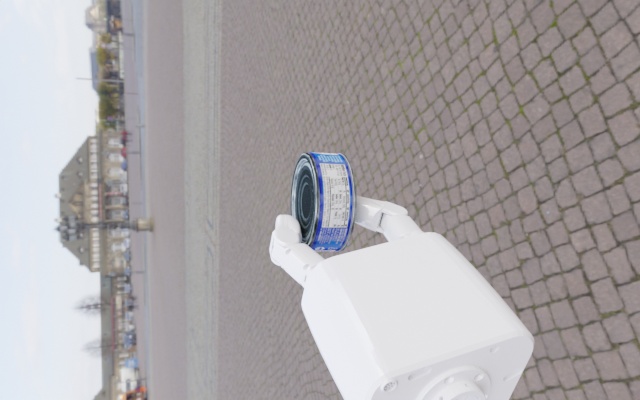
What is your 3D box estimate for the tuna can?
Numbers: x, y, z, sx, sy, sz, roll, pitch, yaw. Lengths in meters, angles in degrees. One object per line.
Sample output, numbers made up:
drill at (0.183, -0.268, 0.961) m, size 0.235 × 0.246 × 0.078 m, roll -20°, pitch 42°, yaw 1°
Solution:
tuna can at (-0.001, 0.001, 0.410) m, size 0.034 × 0.086 × 0.086 m, roll 1°, pitch 0°, yaw -17°
